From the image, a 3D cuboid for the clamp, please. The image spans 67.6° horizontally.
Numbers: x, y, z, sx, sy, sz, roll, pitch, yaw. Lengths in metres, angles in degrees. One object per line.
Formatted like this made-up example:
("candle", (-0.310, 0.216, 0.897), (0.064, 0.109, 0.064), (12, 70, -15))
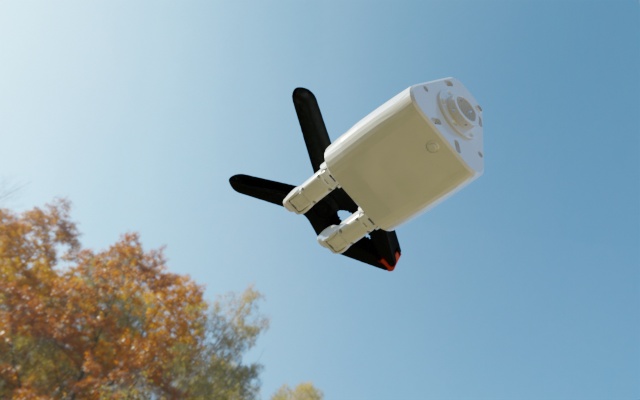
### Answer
("clamp", (0.001, 0.002, 0.523), (0.165, 0.210, 0.036), (-35, 10, 41))
